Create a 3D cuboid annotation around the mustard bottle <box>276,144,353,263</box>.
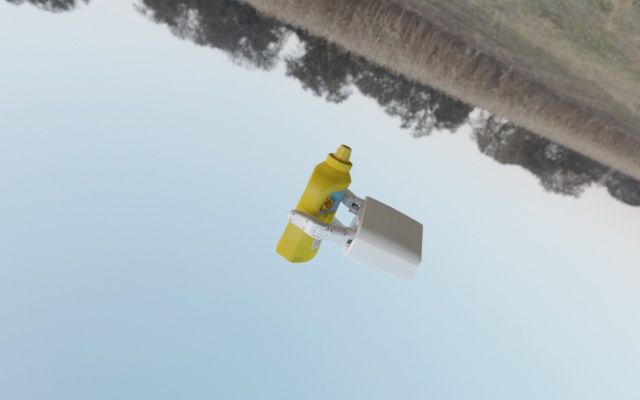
[{"bbox_3d":[0.000,0.002,0.736,0.058,0.192,0.096,33,21,20],"label":"mustard bottle"}]
